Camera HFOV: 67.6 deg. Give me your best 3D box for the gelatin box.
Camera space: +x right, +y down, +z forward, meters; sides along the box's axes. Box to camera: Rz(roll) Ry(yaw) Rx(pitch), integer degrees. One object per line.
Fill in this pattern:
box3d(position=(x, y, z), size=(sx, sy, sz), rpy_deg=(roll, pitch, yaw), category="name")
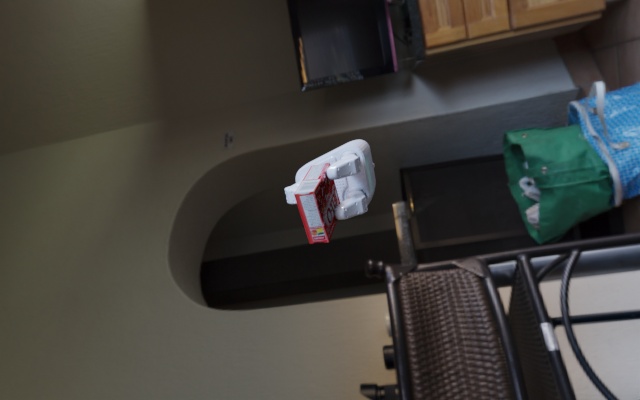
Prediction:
box3d(position=(0.000, 0.002, 0.620), size=(0.030, 0.073, 0.089), rpy_deg=(-7, 26, 19), category="gelatin box")
